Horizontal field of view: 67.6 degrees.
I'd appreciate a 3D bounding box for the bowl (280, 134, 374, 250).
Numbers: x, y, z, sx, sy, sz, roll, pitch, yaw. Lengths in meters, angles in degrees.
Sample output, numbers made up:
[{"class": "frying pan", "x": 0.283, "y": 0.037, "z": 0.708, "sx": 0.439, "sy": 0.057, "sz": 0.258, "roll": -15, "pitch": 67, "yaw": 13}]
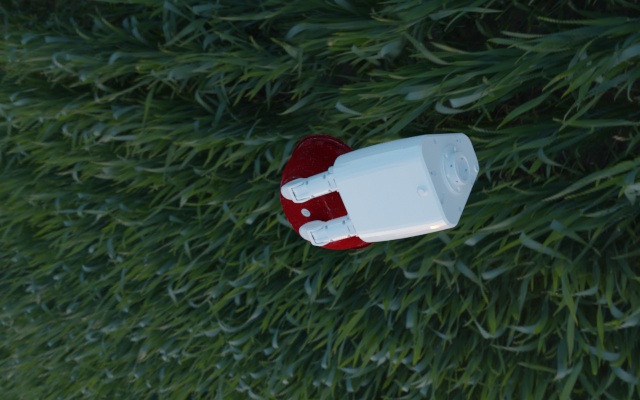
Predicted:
[{"class": "bowl", "x": -0.001, "y": 0.003, "z": 0.598, "sx": 0.055, "sy": 0.162, "sz": 0.162, "roll": -32, "pitch": 20, "yaw": -36}]
